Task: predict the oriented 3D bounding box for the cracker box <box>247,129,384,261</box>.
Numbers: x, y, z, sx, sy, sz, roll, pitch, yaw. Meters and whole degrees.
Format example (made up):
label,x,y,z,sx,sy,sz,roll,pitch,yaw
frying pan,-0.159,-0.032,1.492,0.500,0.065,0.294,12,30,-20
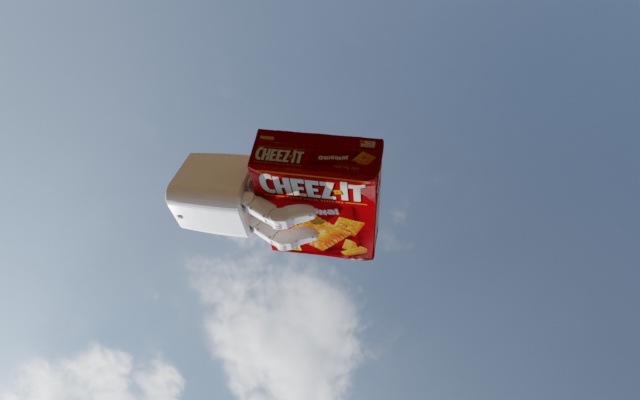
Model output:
label,x,y,z,sx,sy,sz,roll,pitch,yaw
cracker box,0.000,0.002,0.670,0.164,0.072,0.214,6,-34,8
